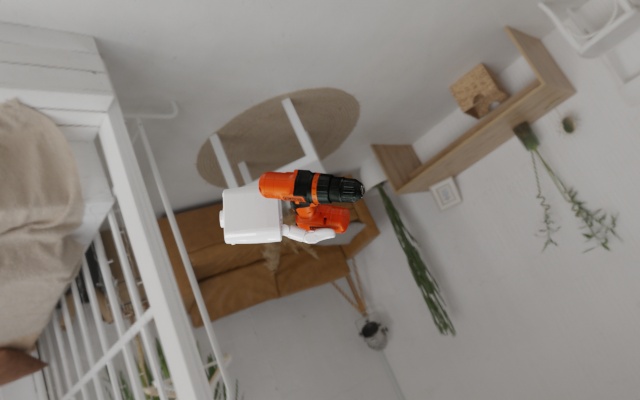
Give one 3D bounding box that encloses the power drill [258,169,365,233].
[{"bbox_3d":[0.000,0.003,0.865,0.184,0.057,0.188,6,-22,17],"label":"power drill"}]
